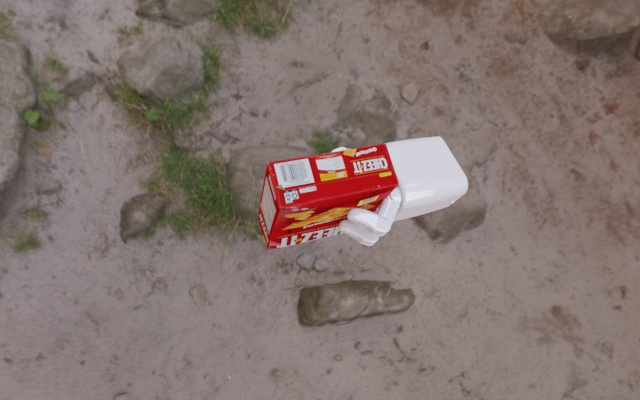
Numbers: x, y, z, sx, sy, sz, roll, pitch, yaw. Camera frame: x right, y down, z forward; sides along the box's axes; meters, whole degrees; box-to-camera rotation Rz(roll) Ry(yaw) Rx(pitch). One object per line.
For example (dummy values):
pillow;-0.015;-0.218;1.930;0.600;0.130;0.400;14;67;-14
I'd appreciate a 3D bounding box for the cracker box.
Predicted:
cracker box;0.000;0.002;0.701;0.164;0.072;0.214;-11;-18;-14
